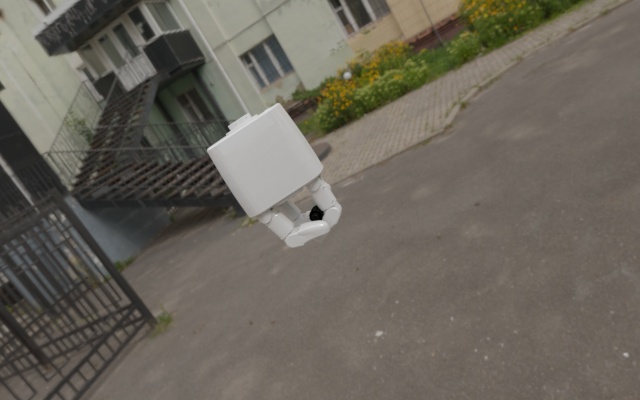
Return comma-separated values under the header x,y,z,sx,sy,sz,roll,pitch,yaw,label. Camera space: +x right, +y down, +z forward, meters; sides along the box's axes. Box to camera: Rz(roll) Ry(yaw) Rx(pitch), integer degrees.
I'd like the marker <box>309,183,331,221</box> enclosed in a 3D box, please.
x,y,z,sx,sy,sz,roll,pitch,yaw,label
0.000,0.002,0.682,0.020,0.020,0.121,0,20,7,marker
